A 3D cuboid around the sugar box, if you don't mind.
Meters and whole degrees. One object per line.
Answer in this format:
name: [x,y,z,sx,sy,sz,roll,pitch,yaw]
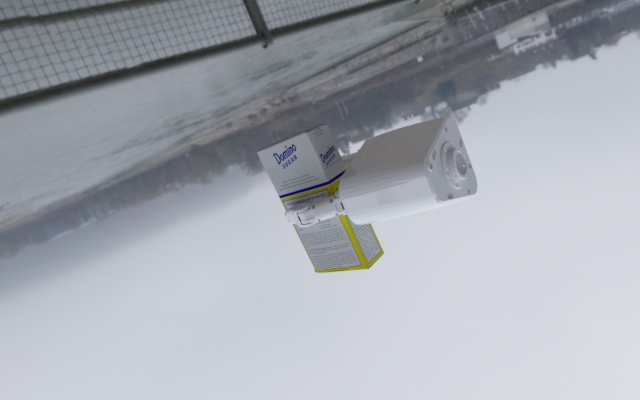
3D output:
sugar box: [0.001,0.002,0.582,0.093,0.176,0.048,-13,14,43]
